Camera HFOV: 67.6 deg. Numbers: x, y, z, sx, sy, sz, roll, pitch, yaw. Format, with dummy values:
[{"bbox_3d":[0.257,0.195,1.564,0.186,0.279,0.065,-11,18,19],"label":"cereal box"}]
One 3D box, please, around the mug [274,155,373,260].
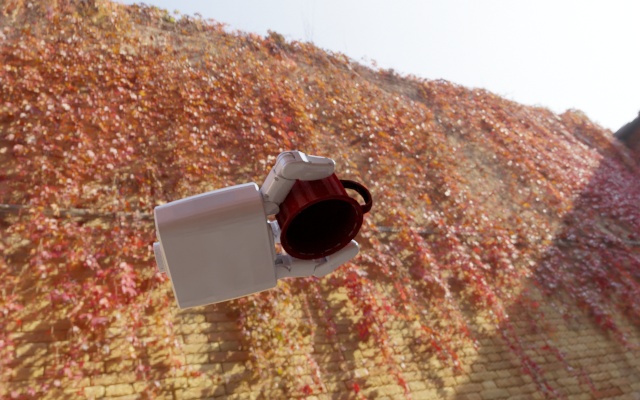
[{"bbox_3d":[0.001,0.001,0.528,0.117,0.093,0.081,-13,45,-16],"label":"mug"}]
